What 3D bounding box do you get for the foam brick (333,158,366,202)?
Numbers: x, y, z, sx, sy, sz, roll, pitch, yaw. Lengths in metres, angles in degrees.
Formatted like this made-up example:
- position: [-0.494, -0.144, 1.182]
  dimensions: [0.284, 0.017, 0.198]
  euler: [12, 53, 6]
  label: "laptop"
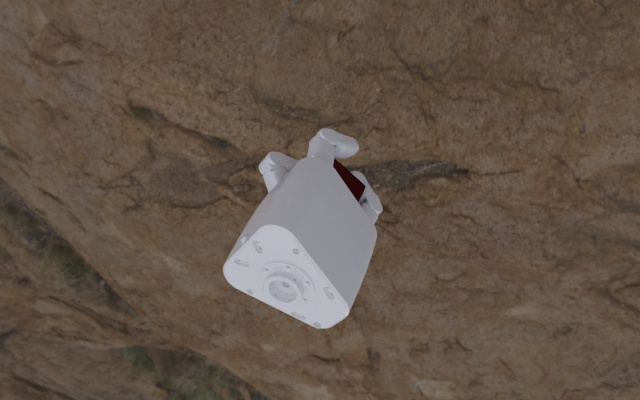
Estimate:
- position: [0.000, 0.002, 0.510]
  dimensions: [0.078, 0.053, 0.051]
  euler: [-44, 10, 37]
  label: "foam brick"
